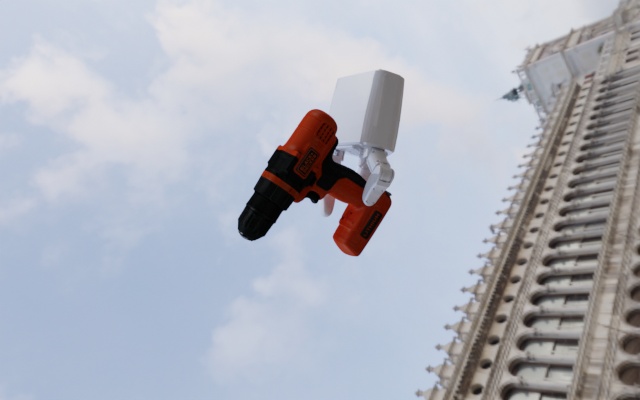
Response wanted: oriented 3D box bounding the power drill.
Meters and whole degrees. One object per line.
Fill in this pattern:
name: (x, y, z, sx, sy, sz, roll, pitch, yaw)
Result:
power drill: (0.000, 0.002, 0.629, 0.188, 0.184, 0.057, 38, -6, -39)
